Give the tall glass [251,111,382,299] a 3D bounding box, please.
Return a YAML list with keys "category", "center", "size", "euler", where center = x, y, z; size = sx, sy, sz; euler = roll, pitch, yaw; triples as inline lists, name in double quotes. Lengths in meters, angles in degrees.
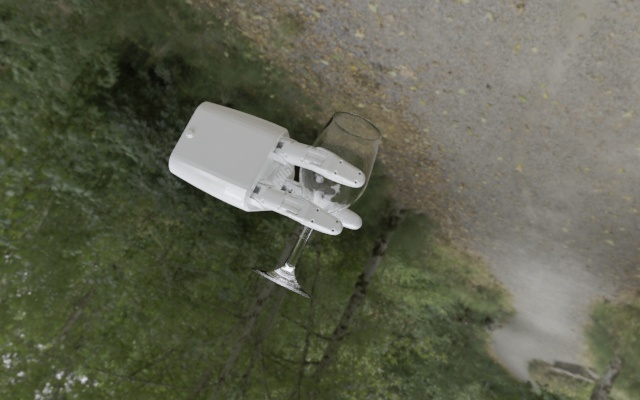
- category: "tall glass"
  center: [0.000, 0.002, 0.534]
  size: [0.079, 0.201, 0.079]
  euler: [25, -10, 5]
